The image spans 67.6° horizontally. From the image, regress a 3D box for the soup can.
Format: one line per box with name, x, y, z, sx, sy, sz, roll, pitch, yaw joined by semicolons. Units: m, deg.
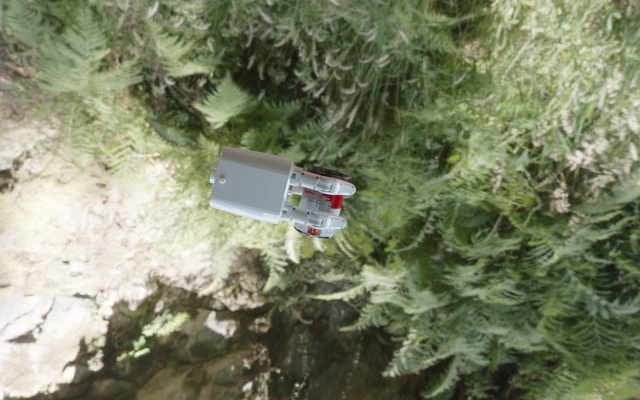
soup can;0.001;0.003;0.759;0.068;0.102;0.068;14;10;-2
